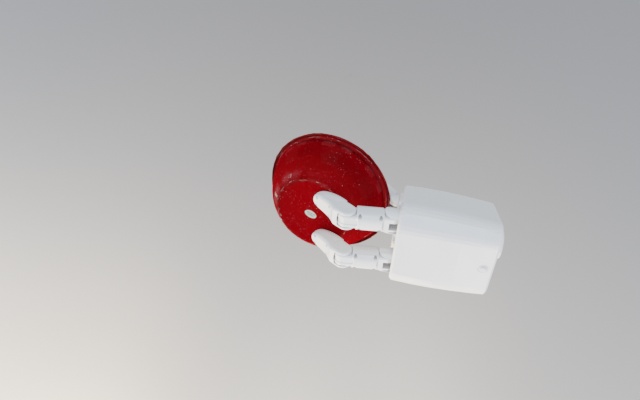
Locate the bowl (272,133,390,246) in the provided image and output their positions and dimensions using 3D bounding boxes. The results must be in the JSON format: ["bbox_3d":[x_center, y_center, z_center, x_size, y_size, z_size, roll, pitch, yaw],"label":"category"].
[{"bbox_3d":[-0.001,0.002,0.587,0.162,0.162,0.055,0,30,28],"label":"bowl"}]
